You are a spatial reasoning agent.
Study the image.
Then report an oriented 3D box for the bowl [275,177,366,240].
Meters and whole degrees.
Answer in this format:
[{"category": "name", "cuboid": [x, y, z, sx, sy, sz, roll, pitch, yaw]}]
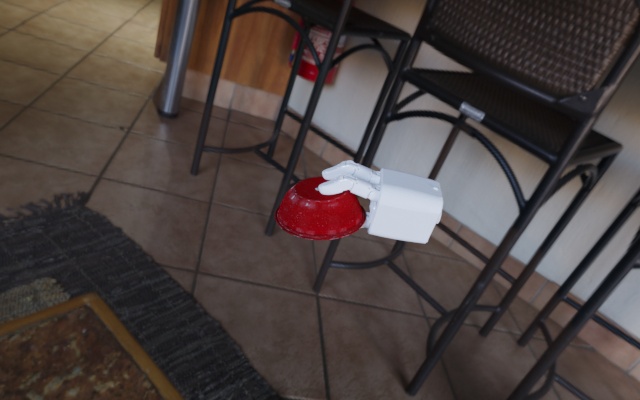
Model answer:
[{"category": "bowl", "cuboid": [-0.001, 0.002, 0.829, 0.162, 0.055, 0.162, 0, 29, 0]}]
